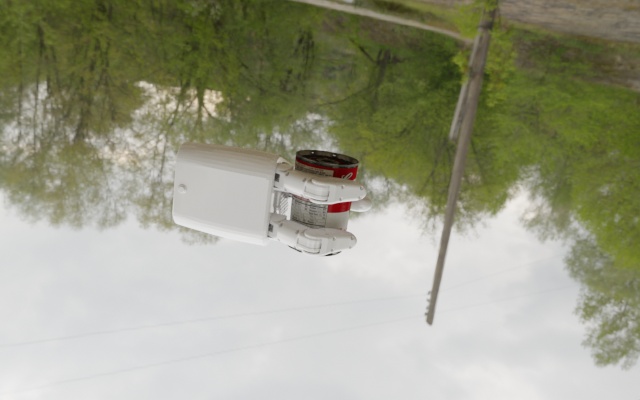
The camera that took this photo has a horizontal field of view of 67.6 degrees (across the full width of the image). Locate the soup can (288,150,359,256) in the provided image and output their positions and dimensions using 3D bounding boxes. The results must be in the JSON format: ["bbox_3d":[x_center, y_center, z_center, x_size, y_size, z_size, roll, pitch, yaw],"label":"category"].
[{"bbox_3d":[0.001,0.002,0.521,0.068,0.102,0.068,8,16,-2],"label":"soup can"}]
